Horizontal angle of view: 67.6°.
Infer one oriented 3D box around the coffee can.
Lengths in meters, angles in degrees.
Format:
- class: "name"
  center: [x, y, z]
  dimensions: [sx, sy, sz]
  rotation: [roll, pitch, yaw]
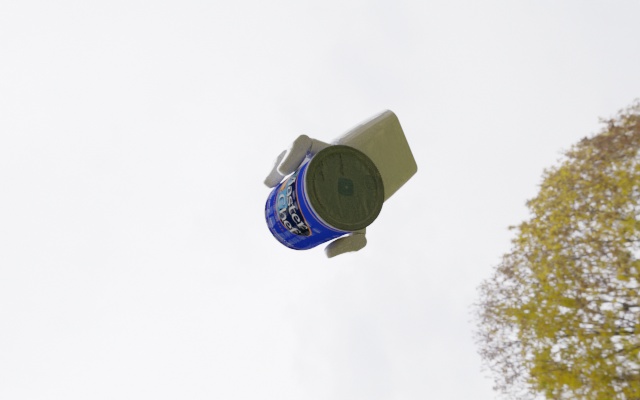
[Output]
- class: "coffee can"
  center: [0.000, 0.002, 0.602]
  dimensions: [0.103, 0.102, 0.140]
  rotation: [0, -15, -27]
